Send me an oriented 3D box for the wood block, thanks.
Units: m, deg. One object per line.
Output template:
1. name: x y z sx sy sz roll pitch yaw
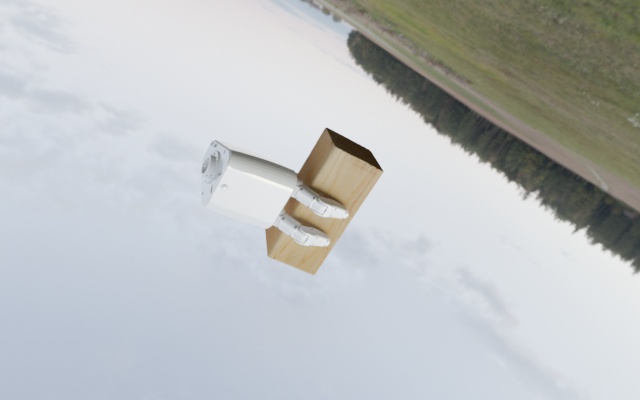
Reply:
1. wood block: 0.000 0.002 0.760 0.090 0.206 0.090 25 22 -21
